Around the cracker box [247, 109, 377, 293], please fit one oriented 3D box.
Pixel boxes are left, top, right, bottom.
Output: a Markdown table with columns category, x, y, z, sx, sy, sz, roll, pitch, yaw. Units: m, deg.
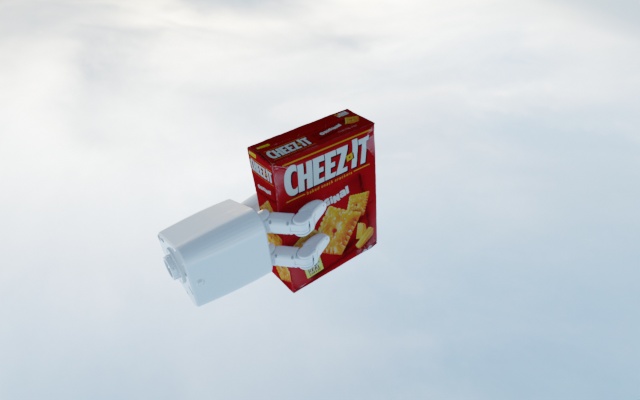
| category | x | y | z | sx | sy | sz | roll | pitch | yaw |
| --- | --- | --- | --- | --- | --- | --- | --- | --- | --- |
| cracker box | 0.000 | 0.002 | 0.670 | 0.164 | 0.214 | 0.072 | -26 | 40 | -27 |
